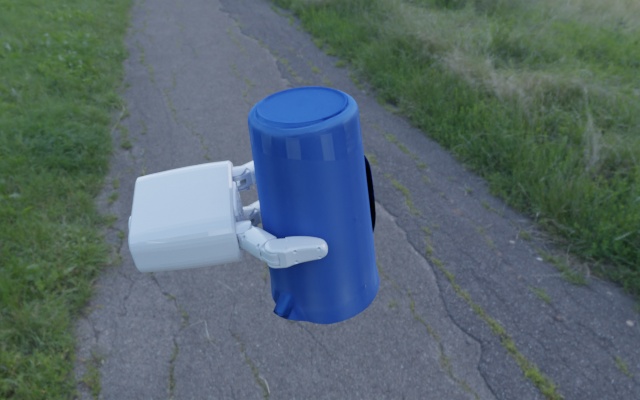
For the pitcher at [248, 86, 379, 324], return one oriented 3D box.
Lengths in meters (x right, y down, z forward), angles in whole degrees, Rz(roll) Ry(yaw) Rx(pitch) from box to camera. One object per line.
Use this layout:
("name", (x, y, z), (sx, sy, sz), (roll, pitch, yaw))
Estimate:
("pitcher", (0.000, 0.002, 0.530), (0.145, 0.243, 0.149), (-8, 34, -2))
